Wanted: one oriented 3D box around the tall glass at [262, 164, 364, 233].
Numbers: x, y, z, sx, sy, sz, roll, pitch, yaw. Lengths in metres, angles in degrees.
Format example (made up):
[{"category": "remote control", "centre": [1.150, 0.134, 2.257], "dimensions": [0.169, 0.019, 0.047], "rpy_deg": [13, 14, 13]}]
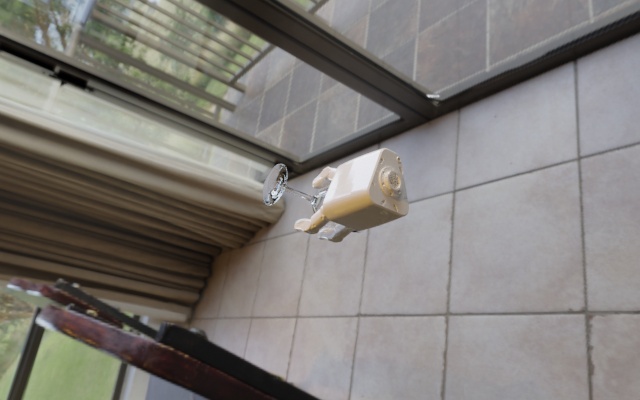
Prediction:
[{"category": "tall glass", "centre": [0.000, 0.003, 0.859], "dimensions": [0.201, 0.079, 0.079], "rpy_deg": [21, -12, -33]}]
